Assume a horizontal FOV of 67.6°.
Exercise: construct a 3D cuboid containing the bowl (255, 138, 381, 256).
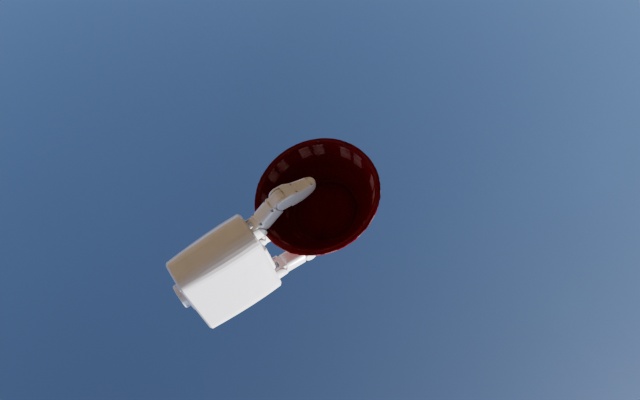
[{"bbox_3d":[0.001,0.002,0.615,0.162,0.162,0.055,0,-24,16],"label":"bowl"}]
